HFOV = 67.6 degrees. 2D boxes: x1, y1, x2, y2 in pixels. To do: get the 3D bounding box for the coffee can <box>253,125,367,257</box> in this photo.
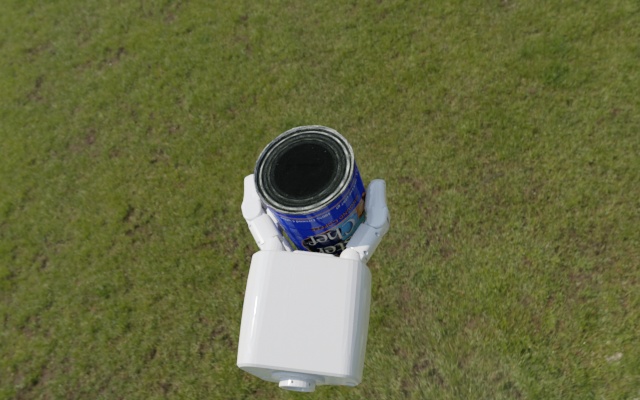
[{"bbox_3d":[0.000,0.002,0.519,0.103,0.102,0.140,0,-29,17],"label":"coffee can"}]
